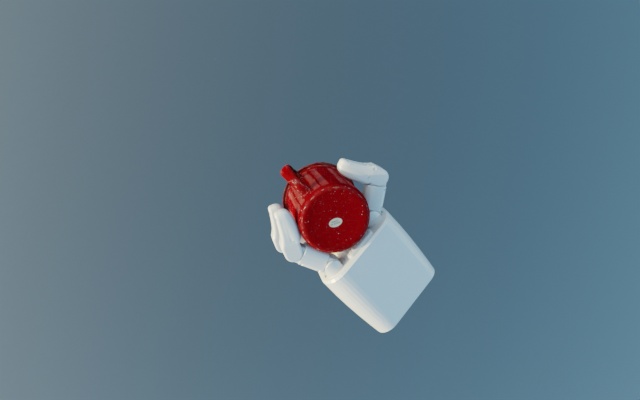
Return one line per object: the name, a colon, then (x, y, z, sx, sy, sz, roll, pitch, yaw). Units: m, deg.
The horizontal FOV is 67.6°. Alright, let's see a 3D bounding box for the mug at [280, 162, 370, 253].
mug: (-0.001, 0.001, 0.549, 0.117, 0.093, 0.081, 45, 3, -21)
